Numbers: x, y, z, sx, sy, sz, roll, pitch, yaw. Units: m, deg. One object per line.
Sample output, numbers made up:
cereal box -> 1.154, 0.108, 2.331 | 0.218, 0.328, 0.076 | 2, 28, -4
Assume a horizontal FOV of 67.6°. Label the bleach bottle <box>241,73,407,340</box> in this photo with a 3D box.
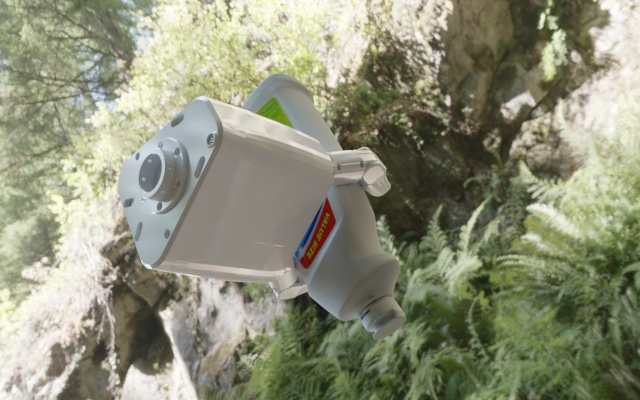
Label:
bleach bottle -> 0.000, 0.001, 0.420 | 0.102, 0.250, 0.068 | -46, -35, 20
